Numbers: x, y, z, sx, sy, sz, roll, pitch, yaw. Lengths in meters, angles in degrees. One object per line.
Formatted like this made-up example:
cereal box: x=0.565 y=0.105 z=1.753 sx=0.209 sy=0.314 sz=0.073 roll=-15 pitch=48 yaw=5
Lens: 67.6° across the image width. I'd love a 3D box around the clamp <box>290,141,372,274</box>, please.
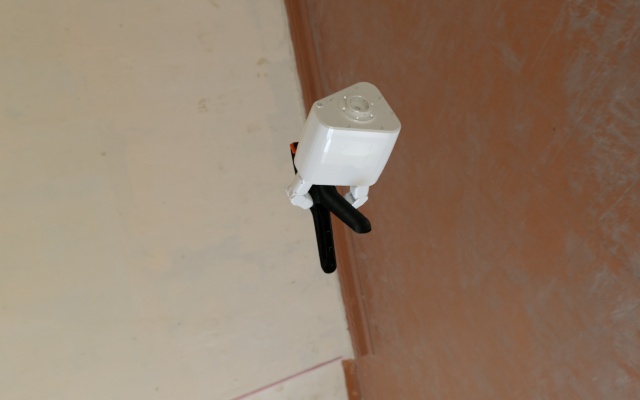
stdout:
clamp: x=-0.001 y=0.002 z=0.735 sx=0.036 sy=0.210 sz=0.165 roll=-12 pitch=-31 yaw=-26
